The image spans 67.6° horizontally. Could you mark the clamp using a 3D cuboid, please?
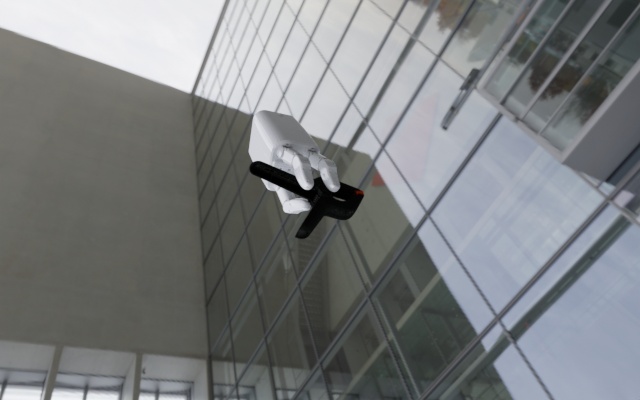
[{"bbox_3d":[0.000,0.003,0.785,0.210,0.036,0.164,6,39,-39],"label":"clamp"}]
